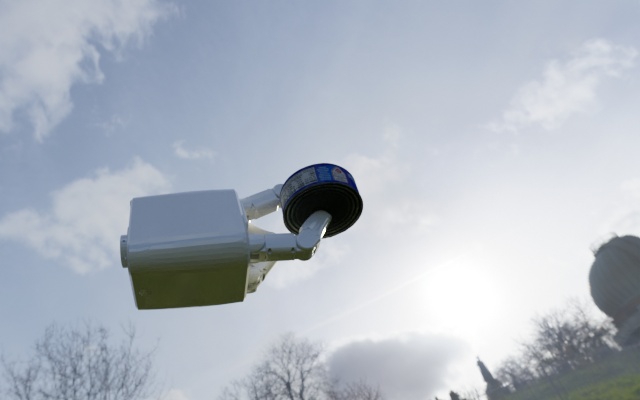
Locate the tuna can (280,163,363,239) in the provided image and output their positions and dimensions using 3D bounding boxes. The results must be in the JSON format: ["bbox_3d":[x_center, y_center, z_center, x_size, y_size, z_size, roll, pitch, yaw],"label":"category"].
[{"bbox_3d":[0.000,0.001,0.509,0.086,0.033,0.086,-8,-43,-8],"label":"tuna can"}]
